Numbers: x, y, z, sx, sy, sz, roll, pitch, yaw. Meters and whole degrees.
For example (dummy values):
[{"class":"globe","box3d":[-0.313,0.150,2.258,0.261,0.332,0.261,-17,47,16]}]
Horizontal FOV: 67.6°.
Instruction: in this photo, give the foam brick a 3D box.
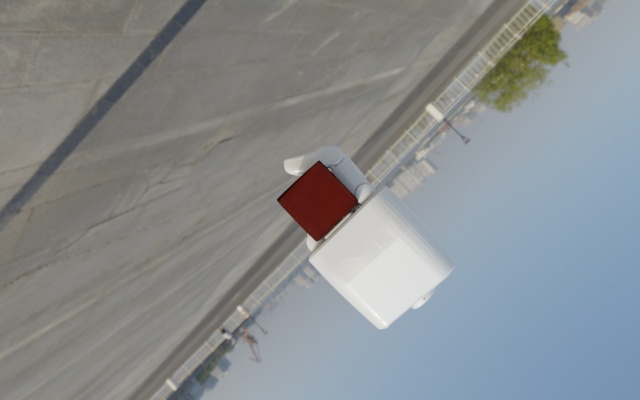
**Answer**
[{"class":"foam brick","box3d":[0.000,0.001,0.447,0.053,0.051,0.078,-43,-4,2]}]
